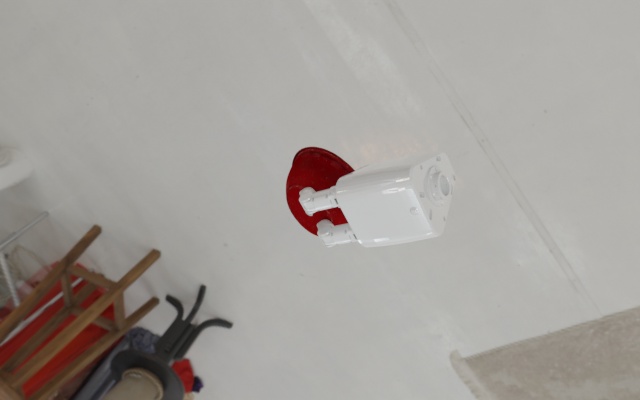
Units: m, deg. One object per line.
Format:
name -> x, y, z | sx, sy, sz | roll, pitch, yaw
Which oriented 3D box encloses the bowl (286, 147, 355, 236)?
bowl -> -0.001, 0.003, 0.715 | 0.055, 0.162, 0.162 | -41, 24, -32
